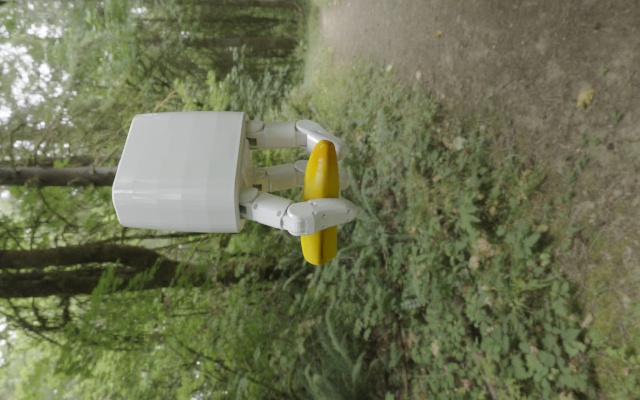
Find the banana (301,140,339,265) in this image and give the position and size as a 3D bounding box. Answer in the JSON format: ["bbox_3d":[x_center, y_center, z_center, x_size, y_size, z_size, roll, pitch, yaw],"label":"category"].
[{"bbox_3d":[-0.001,0.020,0.478,0.037,0.069,0.198,2,-27,2],"label":"banana"}]
